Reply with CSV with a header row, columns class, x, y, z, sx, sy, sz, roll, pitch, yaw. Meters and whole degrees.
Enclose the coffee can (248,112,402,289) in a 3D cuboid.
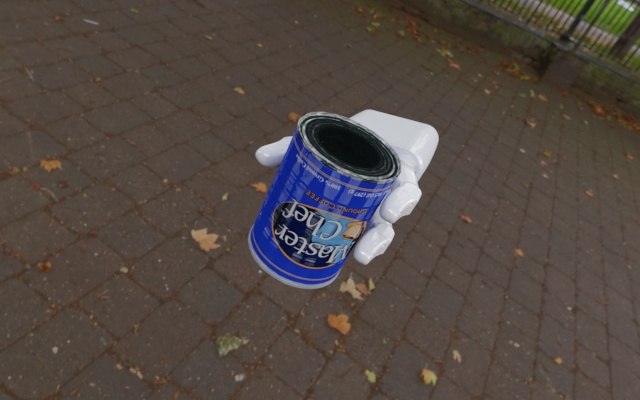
class,x,y,z,sx,sy,sz,roll,pitch,yaw
coffee can,0.000,0.002,0.462,0.103,0.140,0.102,19,34,-13
